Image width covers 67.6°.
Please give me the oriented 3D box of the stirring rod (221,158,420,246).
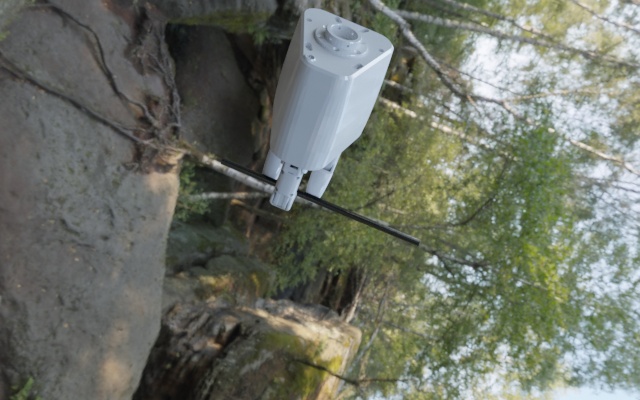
[{"bbox_3d":[0.000,0.002,0.539,0.239,0.011,0.011,23,0,0],"label":"stirring rod"}]
